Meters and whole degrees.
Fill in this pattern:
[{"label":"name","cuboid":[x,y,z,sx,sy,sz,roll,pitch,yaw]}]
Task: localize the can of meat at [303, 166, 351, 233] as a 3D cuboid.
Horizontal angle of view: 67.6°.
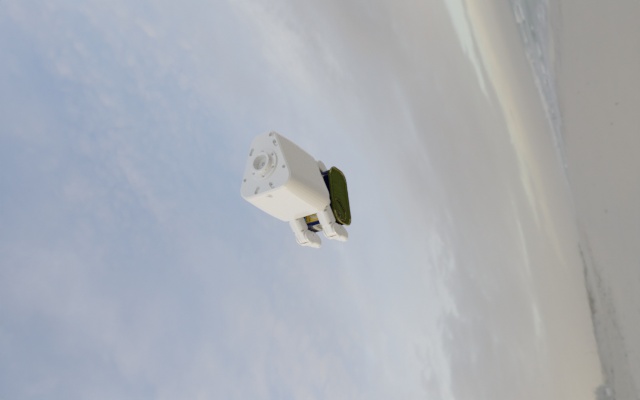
[{"label":"can of meat","cuboid":[0.000,0.003,0.825,0.084,0.102,0.057,-17,-24,26]}]
